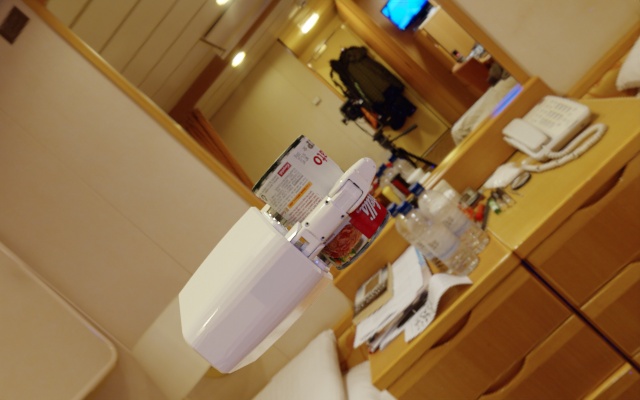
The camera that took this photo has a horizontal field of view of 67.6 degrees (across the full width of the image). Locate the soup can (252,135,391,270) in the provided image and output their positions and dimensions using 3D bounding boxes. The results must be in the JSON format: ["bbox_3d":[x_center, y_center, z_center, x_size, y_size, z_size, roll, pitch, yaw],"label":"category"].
[{"bbox_3d":[0.000,0.001,0.412,0.102,0.068,0.068,42,-4,-4],"label":"soup can"}]
